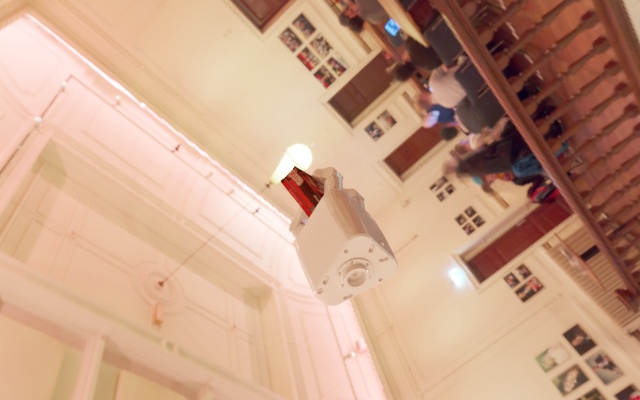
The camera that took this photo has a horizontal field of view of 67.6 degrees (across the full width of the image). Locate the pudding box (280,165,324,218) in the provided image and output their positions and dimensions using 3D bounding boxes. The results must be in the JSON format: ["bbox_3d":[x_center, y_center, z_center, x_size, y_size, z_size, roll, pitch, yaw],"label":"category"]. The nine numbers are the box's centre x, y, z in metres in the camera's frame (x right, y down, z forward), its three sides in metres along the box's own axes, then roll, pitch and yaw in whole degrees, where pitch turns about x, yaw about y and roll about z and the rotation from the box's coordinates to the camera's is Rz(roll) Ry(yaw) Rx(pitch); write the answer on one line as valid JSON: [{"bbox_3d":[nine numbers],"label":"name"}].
[{"bbox_3d":[0.000,0.003,0.725,0.039,0.090,0.113,-43,-30,9],"label":"pudding box"}]
